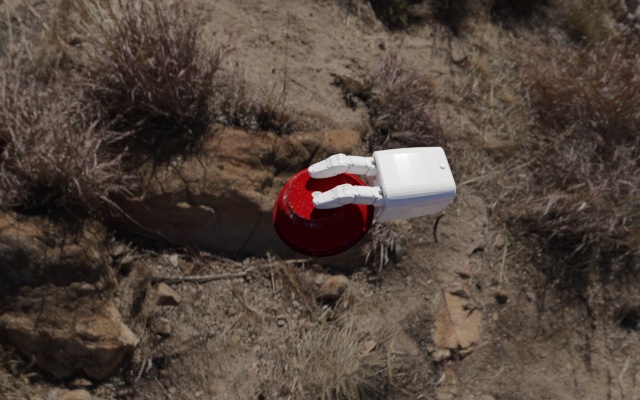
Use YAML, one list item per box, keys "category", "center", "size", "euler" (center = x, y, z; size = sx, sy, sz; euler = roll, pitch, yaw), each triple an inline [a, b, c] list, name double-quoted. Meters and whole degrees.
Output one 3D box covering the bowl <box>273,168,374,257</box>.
- category: "bowl"
  center: [-0.001, 0.003, 0.727]
  size: [0.162, 0.162, 0.055]
  euler: [0, -30, 10]
